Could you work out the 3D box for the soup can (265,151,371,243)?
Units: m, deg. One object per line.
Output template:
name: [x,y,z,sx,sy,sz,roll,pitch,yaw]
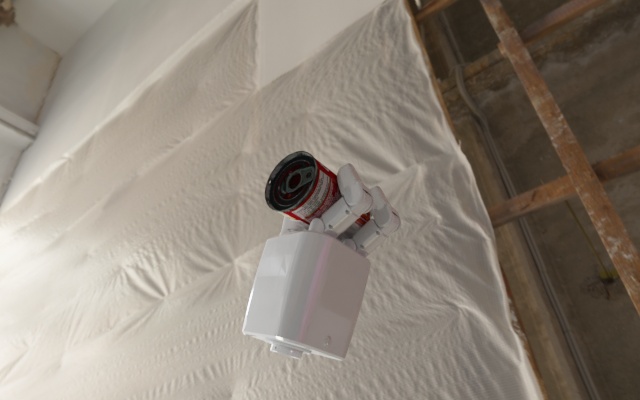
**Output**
soup can: [0.000,0.001,0.509,0.068,0.068,0.102,0,-25,43]
